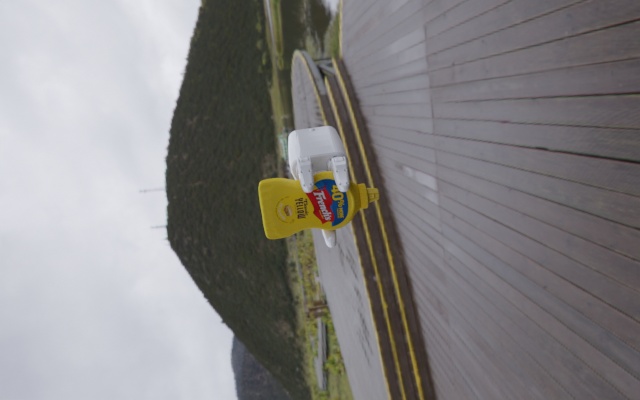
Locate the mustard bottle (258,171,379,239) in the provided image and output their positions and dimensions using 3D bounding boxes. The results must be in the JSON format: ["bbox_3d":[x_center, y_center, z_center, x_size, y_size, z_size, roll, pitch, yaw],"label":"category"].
[{"bbox_3d":[0.000,0.003,0.776,0.191,0.096,0.058,-8,13,-3],"label":"mustard bottle"}]
